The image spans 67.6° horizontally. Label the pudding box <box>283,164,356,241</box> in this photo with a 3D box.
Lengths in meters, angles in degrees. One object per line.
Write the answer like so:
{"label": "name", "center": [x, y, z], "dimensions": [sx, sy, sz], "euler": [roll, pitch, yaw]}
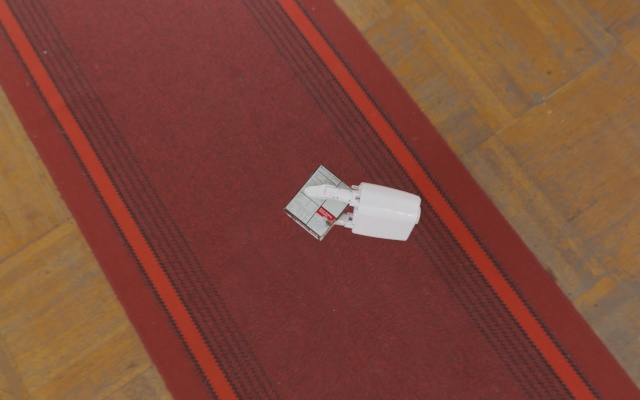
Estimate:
{"label": "pudding box", "center": [0.000, 0.003, 0.881], "dimensions": [0.090, 0.113, 0.039], "euler": [39, -11, 5]}
